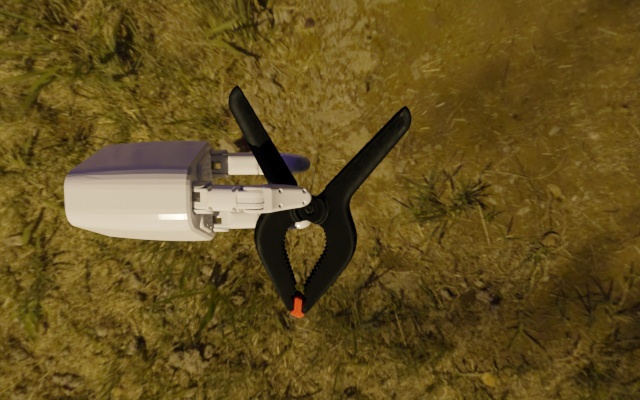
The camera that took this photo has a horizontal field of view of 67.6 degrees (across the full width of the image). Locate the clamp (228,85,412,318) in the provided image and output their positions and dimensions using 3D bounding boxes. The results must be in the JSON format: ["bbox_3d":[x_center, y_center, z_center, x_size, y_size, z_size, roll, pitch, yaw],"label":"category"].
[{"bbox_3d":[0.000,0.002,0.438,0.164,0.210,0.036,0,6,0],"label":"clamp"}]
